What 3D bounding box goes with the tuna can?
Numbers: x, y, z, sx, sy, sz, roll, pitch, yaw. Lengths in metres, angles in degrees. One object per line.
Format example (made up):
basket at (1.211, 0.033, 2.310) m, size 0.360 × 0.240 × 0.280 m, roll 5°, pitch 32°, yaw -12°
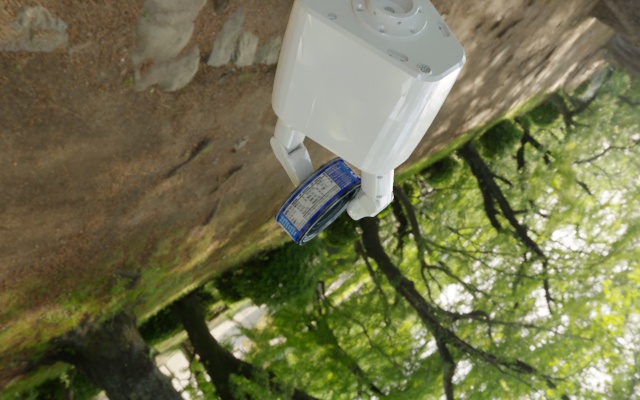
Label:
tuna can at (0.000, 0.002, 0.442) m, size 0.086 × 0.033 × 0.086 m, roll -42°, pitch -10°, yaw -9°
